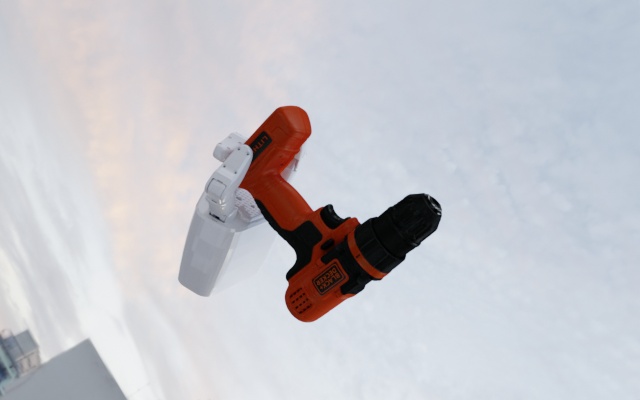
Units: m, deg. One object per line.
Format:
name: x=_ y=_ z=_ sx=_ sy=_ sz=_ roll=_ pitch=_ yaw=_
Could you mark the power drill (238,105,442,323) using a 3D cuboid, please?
power drill: x=0.000 y=0.001 z=0.462 sx=0.184 sy=0.187 sz=0.057 roll=-41 pitch=-18 yaw=25
